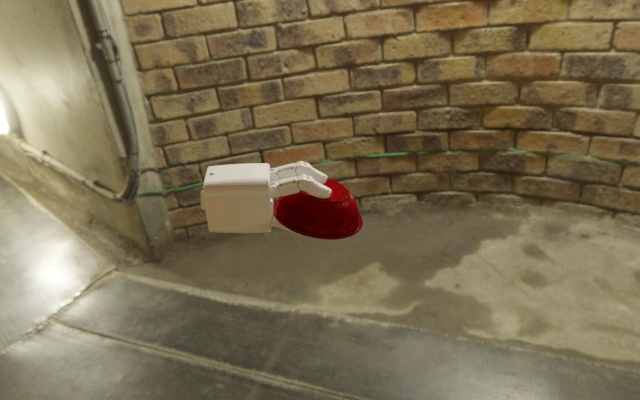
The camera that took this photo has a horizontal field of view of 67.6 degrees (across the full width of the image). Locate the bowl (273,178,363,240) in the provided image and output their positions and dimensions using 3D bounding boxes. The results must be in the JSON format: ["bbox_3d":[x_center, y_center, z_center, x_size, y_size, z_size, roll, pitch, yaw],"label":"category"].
[{"bbox_3d":[0.001,0.002,0.833,0.162,0.055,0.162,9,27,-5],"label":"bowl"}]
